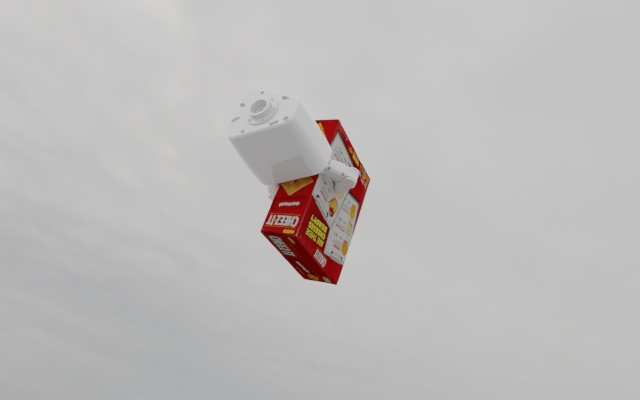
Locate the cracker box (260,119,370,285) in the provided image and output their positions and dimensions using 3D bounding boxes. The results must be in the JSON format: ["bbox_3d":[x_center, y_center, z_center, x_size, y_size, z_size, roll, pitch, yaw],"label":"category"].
[{"bbox_3d":[0.000,0.002,0.771,0.072,0.213,0.164,4,-32,29],"label":"cracker box"}]
